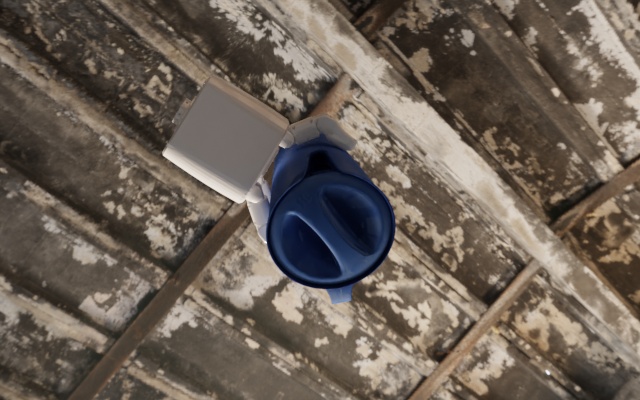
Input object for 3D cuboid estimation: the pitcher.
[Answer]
[{"bbox_3d":[0.000,0.002,0.593,0.145,0.149,0.242,31,15,-17],"label":"pitcher"}]
